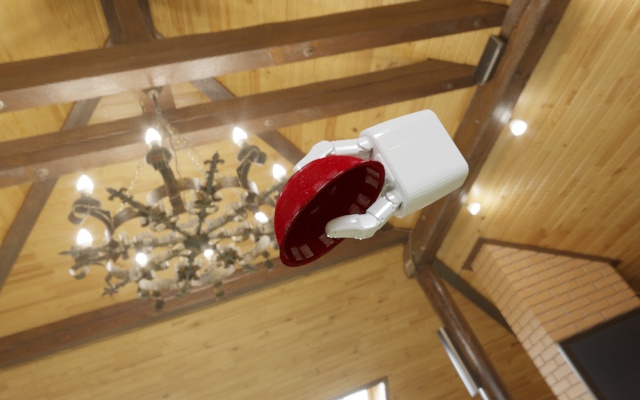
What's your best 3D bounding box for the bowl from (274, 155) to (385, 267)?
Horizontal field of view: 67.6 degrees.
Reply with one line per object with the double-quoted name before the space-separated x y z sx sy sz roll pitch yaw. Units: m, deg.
"bowl" -0.001 0.002 0.560 0.055 0.162 0.162 44 21 24
